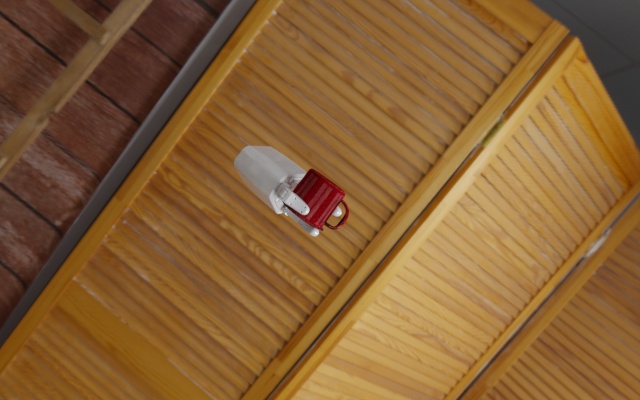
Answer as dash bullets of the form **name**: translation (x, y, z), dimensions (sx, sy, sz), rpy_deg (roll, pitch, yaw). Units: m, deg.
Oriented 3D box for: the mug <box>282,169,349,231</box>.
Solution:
- **mug**: translation (0.001, 0.004, 0.864), dimensions (0.117, 0.081, 0.093), rpy_deg (38, 5, 17)
